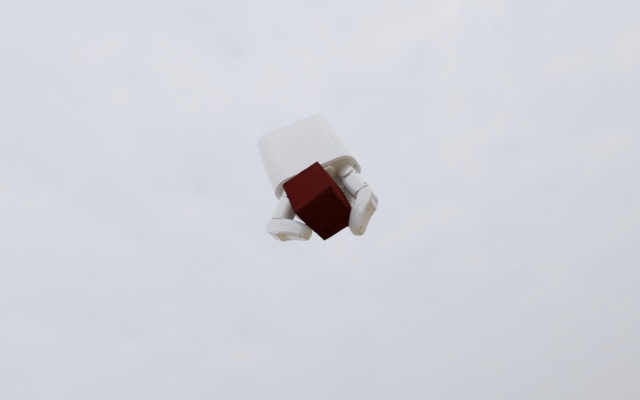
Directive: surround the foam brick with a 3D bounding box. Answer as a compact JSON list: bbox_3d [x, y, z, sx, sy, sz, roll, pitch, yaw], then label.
[{"bbox_3d":[0.000,0.002,0.574,0.053,0.051,0.078,-33,-41,8],"label":"foam brick"}]
